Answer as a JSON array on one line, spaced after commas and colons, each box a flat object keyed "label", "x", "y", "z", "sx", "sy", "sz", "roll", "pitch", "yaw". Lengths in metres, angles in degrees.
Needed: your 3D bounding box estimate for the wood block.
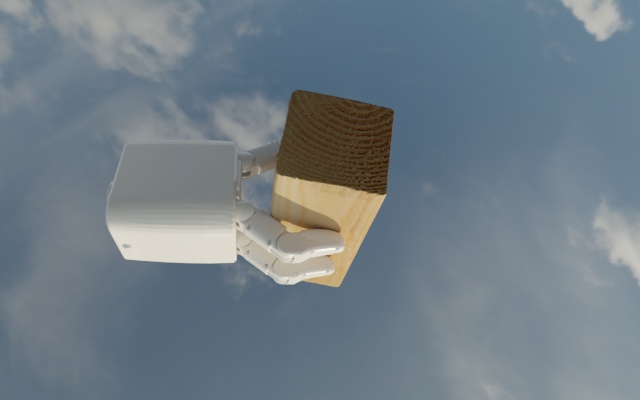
[{"label": "wood block", "x": 0.000, "y": 0.001, "z": 0.470, "sx": 0.090, "sy": 0.090, "sz": 0.206, "roll": 11, "pitch": -30, "yaw": -3}]
